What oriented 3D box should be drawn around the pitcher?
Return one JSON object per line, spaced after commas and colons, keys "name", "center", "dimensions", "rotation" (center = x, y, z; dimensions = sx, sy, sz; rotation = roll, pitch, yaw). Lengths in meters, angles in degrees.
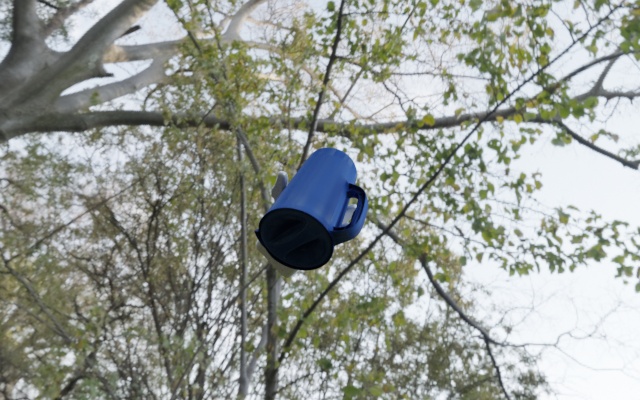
{"name": "pitcher", "center": [0.000, 0.003, 0.876], "dimensions": [0.149, 0.145, 0.242], "rotation": [33, 39, -5]}
